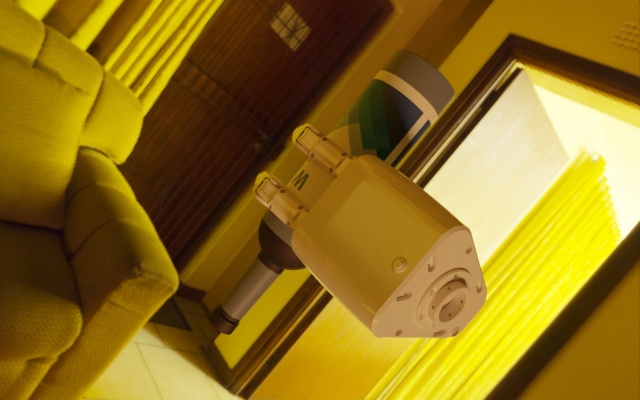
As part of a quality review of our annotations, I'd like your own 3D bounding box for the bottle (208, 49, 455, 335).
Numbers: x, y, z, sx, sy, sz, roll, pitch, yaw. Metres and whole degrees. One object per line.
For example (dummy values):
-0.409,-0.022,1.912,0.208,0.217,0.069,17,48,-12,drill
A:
0.000,0.001,0.432,0.069,0.296,0.069,39,3,-3,bottle
